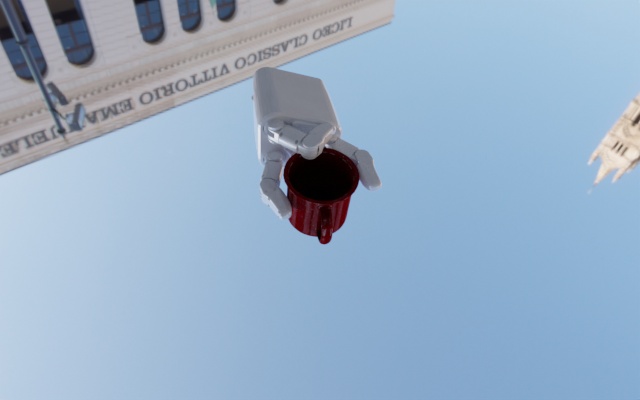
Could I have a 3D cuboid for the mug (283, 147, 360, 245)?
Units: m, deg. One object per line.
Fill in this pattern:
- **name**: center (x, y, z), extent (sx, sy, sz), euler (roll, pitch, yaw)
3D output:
- **mug**: center (0.000, 0.003, 0.602), extent (0.093, 0.117, 0.082), euler (-5, -38, -10)
